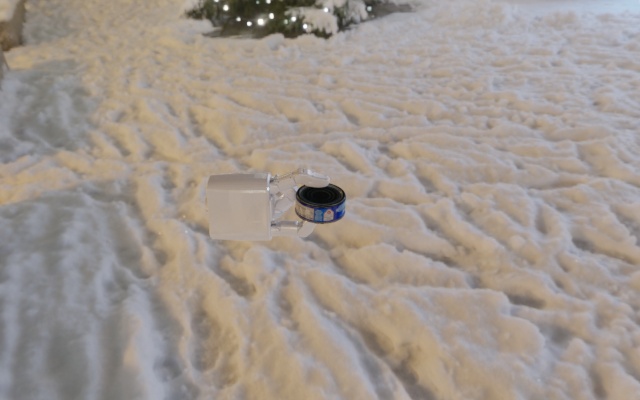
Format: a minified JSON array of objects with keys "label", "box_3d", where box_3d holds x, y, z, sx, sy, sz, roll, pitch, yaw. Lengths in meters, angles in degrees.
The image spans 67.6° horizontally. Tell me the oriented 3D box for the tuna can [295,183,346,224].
[{"label":"tuna can","box_3d":[0.000,0.002,0.801,0.086,0.034,0.086,2,30,-1]}]
